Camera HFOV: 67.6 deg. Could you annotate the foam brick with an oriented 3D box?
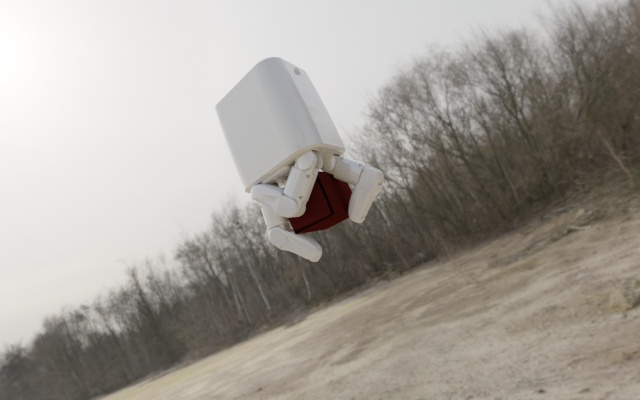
[{"bbox_3d":[0.000,0.002,0.527,0.053,0.051,0.078,-28,-11,22],"label":"foam brick"}]
